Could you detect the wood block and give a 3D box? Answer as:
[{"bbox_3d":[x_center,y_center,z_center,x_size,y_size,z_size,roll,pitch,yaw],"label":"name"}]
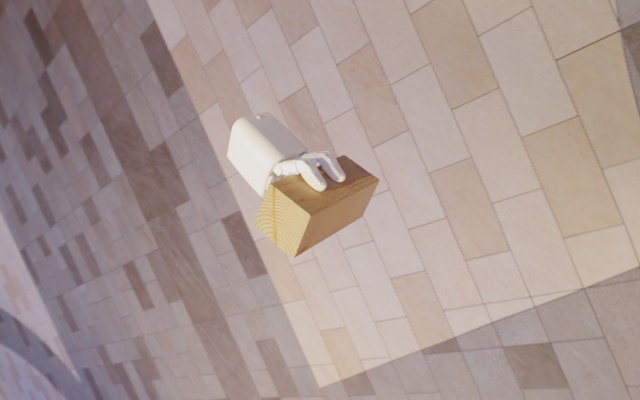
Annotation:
[{"bbox_3d":[0.000,0.003,0.806,0.090,0.091,0.206,37,36,21],"label":"wood block"}]
